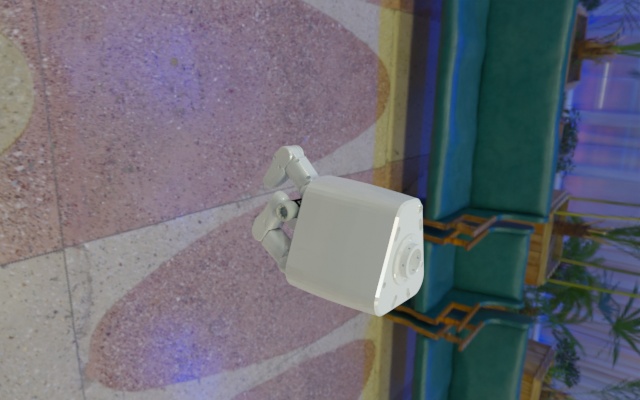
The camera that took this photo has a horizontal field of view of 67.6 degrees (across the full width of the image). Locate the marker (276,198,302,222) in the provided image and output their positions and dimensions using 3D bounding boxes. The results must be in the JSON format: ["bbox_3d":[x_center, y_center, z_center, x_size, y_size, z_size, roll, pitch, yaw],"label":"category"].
[{"bbox_3d":[0.000,0.002,0.513,0.020,0.020,0.121,0,9,39],"label":"marker"}]
